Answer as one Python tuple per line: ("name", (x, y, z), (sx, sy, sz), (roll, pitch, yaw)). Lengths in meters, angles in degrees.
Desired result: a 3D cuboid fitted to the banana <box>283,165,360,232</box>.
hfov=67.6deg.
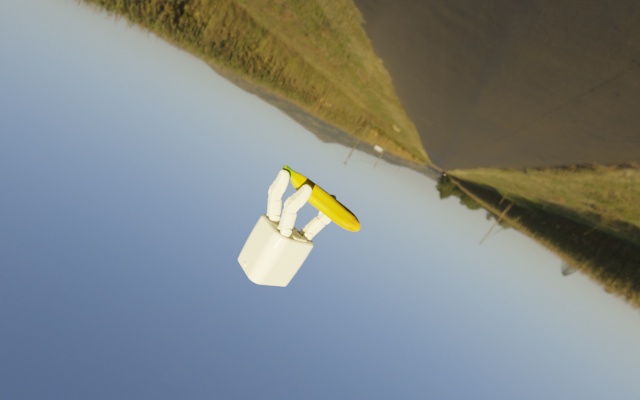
("banana", (0.006, 0.004, 0.893), (0.197, 0.037, 0.069), (38, 8, 26))
